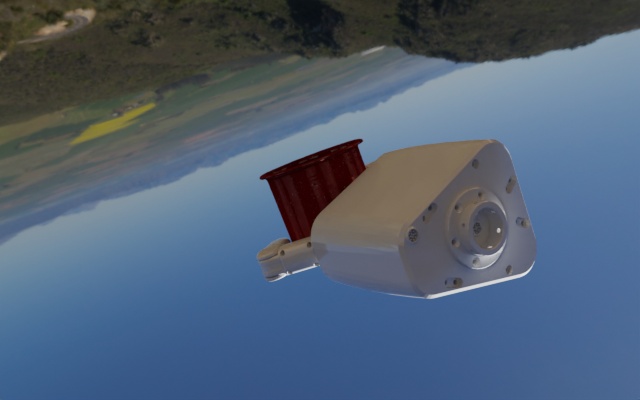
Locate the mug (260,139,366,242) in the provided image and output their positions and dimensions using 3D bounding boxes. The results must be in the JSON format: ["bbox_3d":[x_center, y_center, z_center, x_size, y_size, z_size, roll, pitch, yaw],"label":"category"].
[{"bbox_3d":[-0.001,0.002,0.421,0.093,0.081,0.117,-25,10,-26],"label":"mug"}]
